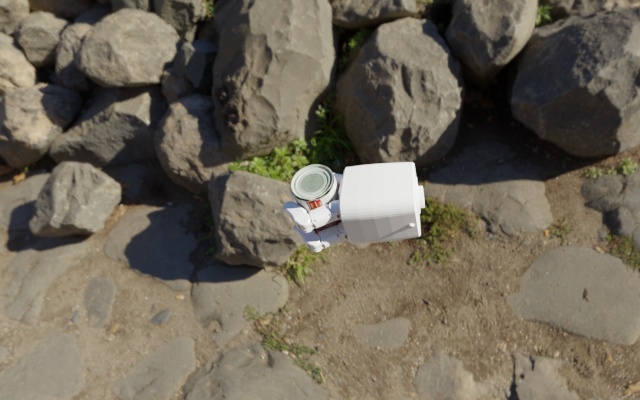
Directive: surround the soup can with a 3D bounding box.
[{"bbox_3d":[0.000,0.002,0.726,0.068,0.068,0.102,0,-36,18],"label":"soup can"}]
